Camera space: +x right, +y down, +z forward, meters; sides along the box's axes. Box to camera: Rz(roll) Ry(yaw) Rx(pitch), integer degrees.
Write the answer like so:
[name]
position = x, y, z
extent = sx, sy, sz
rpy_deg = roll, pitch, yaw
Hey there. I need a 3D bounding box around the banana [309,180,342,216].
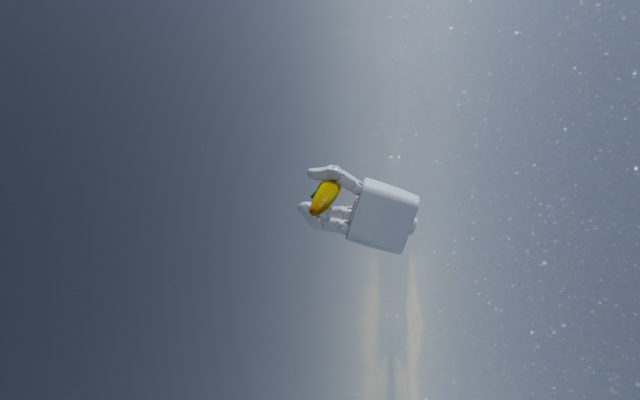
[banana]
position = 0.011, -0.013, 0.873
extent = 0.037, 0.069, 0.198
rpy_deg = 34, 7, -3
